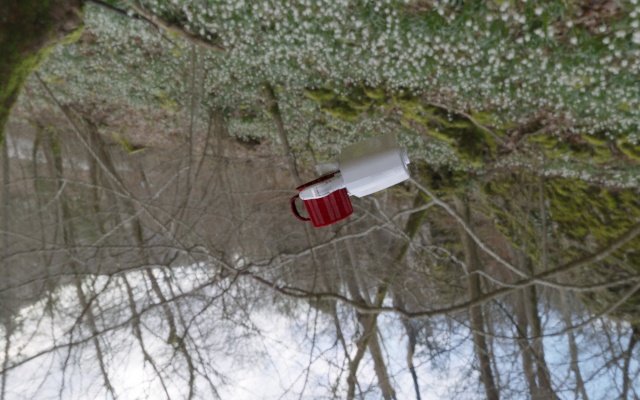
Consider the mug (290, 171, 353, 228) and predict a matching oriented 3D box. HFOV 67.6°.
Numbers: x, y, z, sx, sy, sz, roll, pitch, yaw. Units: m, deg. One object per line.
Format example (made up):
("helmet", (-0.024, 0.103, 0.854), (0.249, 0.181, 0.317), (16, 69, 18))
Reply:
("mug", (-0.001, 0.004, 0.888), (0.117, 0.081, 0.093), (-20, 6, 15))
